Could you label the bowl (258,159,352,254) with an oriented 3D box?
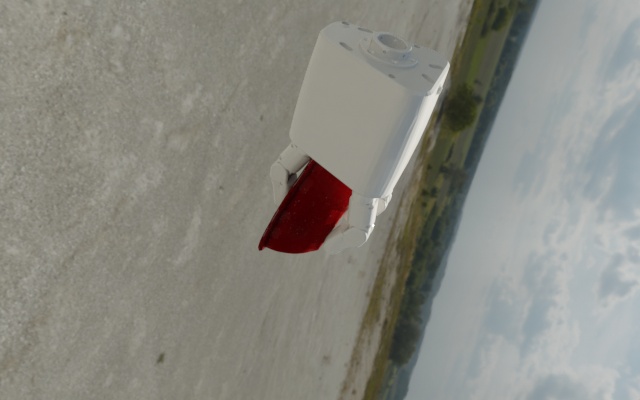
[{"bbox_3d":[0.000,0.003,0.521,0.055,0.162,0.162,34,1,2],"label":"bowl"}]
